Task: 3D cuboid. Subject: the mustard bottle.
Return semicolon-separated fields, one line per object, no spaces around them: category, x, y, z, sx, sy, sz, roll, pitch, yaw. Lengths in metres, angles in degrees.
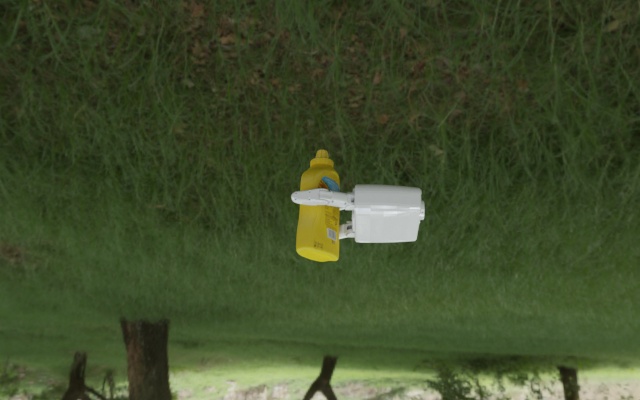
mustard bottle;0.000;0.003;0.818;0.058;0.191;0.096;-8;-21;29
